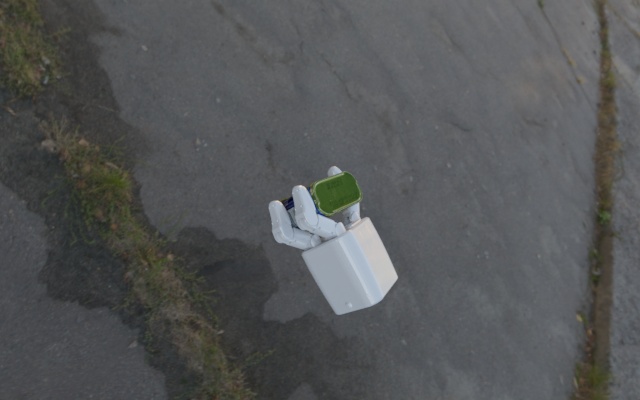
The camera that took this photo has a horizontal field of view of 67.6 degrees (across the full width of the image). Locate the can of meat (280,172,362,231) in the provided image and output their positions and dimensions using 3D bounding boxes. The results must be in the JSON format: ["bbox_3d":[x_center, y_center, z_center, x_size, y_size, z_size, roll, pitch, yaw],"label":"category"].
[{"bbox_3d":[0.000,0.002,0.704,0.102,0.057,0.084,-23,-4,-46],"label":"can of meat"}]
